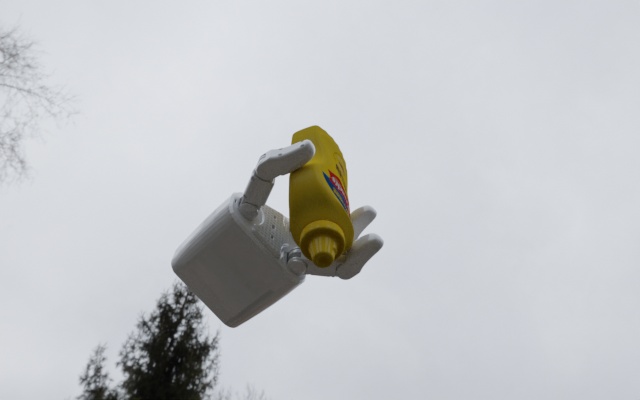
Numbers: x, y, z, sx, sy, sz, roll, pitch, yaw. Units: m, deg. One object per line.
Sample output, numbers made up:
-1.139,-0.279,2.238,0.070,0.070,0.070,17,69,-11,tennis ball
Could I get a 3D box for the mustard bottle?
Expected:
0.000,0.001,0.489,0.058,0.096,0.191,-18,30,10,mustard bottle
